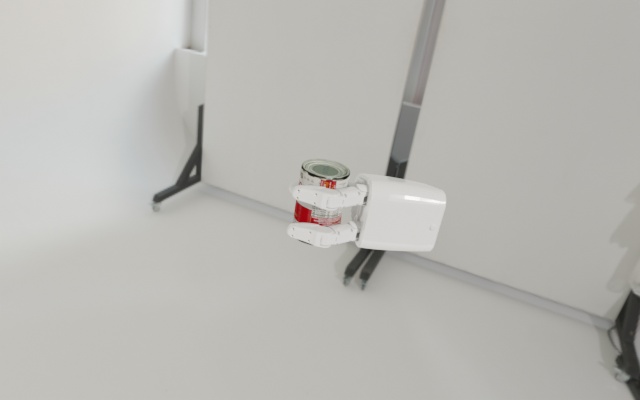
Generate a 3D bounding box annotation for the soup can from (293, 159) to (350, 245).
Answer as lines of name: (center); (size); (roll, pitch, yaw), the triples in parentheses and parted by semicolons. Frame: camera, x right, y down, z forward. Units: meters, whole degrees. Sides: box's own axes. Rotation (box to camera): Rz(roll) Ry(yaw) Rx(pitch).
soup can: (0.000, 0.002, 0.653); (0.068, 0.102, 0.068); (8, 25, -4)
